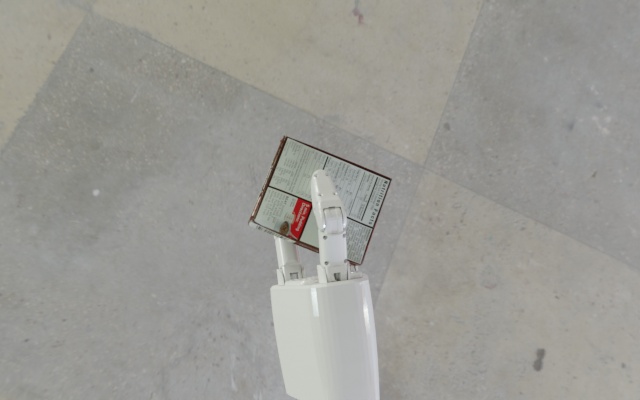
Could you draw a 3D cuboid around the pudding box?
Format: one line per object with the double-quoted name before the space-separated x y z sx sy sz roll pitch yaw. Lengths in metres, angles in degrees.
"pudding box" 0.000 0.002 0.451 0.113 0.090 0.039 22 -10 -9
